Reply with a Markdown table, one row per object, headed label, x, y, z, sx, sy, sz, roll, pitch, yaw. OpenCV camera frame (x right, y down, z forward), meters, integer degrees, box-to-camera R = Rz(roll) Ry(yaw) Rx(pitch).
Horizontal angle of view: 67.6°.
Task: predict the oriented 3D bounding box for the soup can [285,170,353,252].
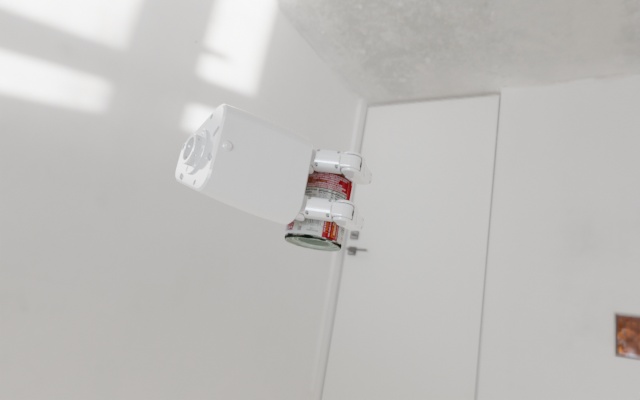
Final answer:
| label | x | y | z | sx | sy | sz | roll | pitch | yaw |
| --- | --- | --- | --- | --- | --- | --- | --- | --- | --- |
| soup can | 0.000 | 0.002 | 0.554 | 0.068 | 0.102 | 0.068 | 10 | -15 | 3 |
